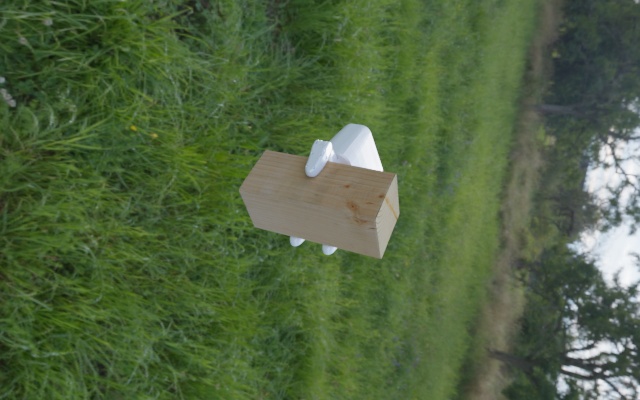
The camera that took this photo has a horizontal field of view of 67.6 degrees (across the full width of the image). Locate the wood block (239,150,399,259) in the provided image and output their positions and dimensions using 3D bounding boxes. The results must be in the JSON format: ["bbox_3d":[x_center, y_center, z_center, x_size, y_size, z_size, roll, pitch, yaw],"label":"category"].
[{"bbox_3d":[0.000,0.002,0.693,0.206,0.090,0.091,12,-38,22],"label":"wood block"}]
